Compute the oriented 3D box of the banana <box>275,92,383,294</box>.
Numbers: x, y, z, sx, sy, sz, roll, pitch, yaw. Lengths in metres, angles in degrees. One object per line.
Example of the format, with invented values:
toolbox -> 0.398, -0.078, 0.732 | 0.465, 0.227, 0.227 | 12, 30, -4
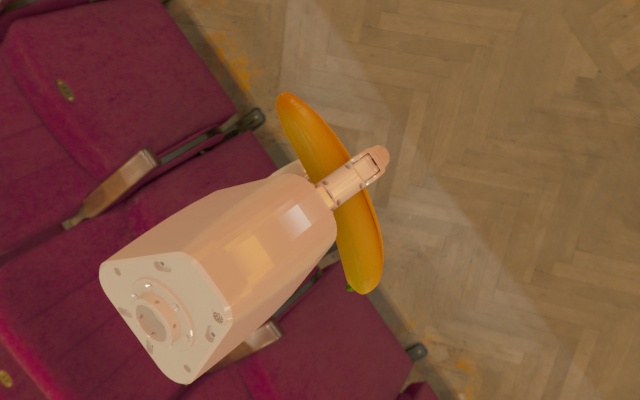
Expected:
banana -> 0.014, 0.006, 0.392 | 0.037, 0.198, 0.069 | -34, 26, -35
